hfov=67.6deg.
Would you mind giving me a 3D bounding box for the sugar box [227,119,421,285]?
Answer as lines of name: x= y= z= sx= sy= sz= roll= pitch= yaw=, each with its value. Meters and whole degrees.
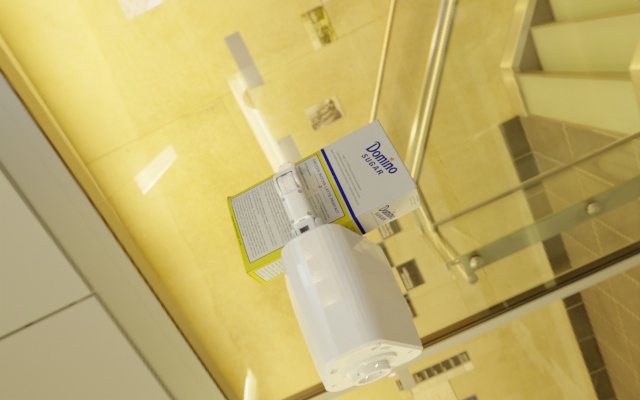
sugar box: x=0.000 y=0.002 z=0.471 sx=0.176 sy=0.093 sz=0.048 roll=-25 pitch=-32 yaw=4
